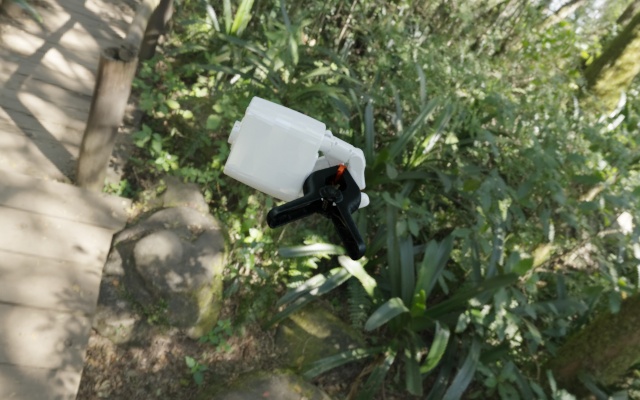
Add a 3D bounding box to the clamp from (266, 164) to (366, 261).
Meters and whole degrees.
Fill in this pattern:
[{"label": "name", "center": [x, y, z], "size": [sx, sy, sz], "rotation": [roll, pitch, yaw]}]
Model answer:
[{"label": "clamp", "center": [0.000, 0.001, 0.605], "size": [0.120, 0.039, 0.171], "rotation": [22, 31, -9]}]
